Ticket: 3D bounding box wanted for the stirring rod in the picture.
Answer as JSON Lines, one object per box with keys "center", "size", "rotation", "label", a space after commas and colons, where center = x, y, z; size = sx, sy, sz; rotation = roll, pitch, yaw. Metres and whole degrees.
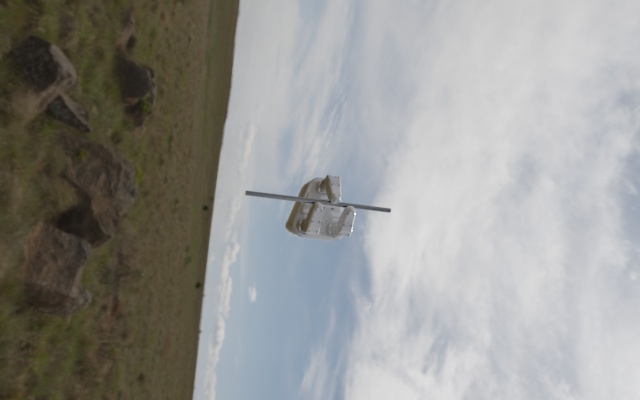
{"center": [0.000, 0.002, 0.767], "size": [0.239, 0.011, 0.011], "rotation": [7, -2, -14], "label": "stirring rod"}
